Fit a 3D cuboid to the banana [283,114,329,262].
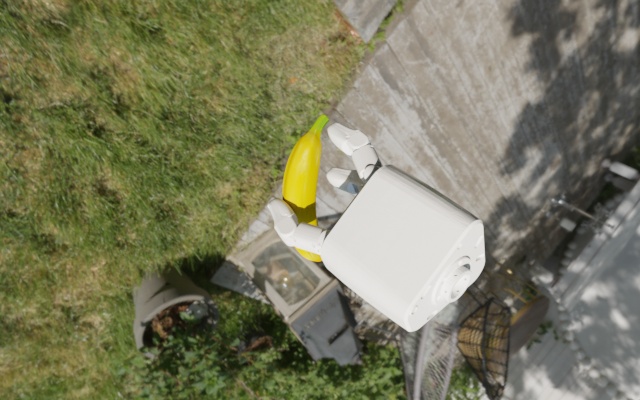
[{"bbox_3d":[-0.013,0.006,0.543,0.069,0.198,0.037,-26,44,-36],"label":"banana"}]
